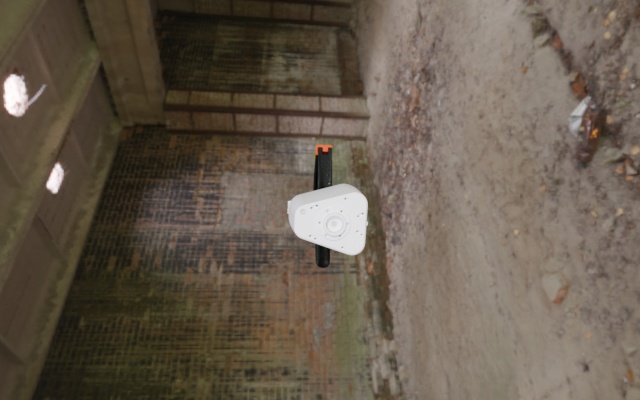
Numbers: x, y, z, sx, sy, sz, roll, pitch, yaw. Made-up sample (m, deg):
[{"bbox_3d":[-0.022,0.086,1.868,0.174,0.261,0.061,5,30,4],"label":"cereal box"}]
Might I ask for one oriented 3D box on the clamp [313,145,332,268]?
[{"bbox_3d":[-0.001,0.002,0.881,0.036,0.210,0.164,1,7,-7],"label":"clamp"}]
